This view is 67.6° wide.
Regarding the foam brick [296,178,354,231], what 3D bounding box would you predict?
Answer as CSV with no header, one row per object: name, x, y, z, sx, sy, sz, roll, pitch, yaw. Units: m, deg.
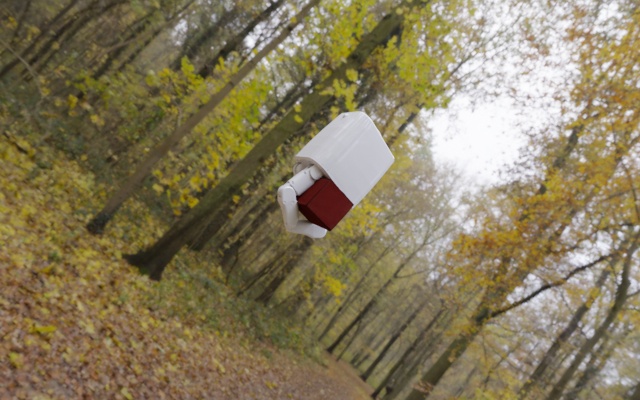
foam brick,0.000,0.002,0.672,0.053,0.051,0.078,48,-11,-20
